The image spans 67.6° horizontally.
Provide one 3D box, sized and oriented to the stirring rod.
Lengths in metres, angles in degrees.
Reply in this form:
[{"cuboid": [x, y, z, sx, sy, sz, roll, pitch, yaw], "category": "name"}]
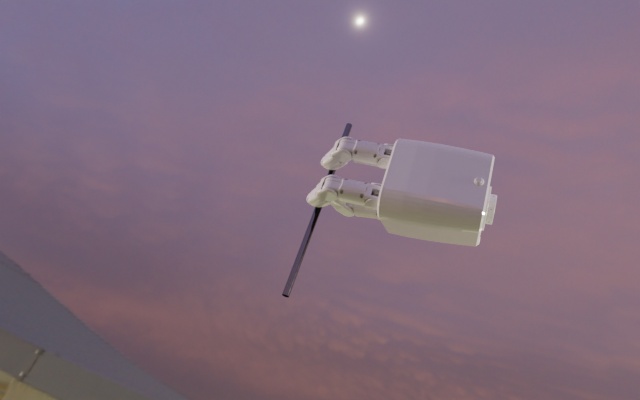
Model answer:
[{"cuboid": [0.000, 0.002, 0.563, 0.011, 0.239, 0.011, 16, -28, 9], "category": "stirring rod"}]
